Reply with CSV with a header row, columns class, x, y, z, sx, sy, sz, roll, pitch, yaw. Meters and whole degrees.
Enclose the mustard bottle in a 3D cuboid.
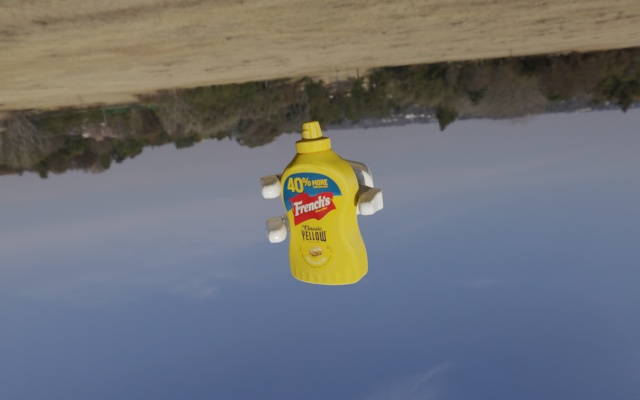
class,x,y,z,sx,sy,sz,roll,pitch,yaw
mustard bottle,0.000,0.002,0.571,0.096,0.192,0.058,1,14,31
